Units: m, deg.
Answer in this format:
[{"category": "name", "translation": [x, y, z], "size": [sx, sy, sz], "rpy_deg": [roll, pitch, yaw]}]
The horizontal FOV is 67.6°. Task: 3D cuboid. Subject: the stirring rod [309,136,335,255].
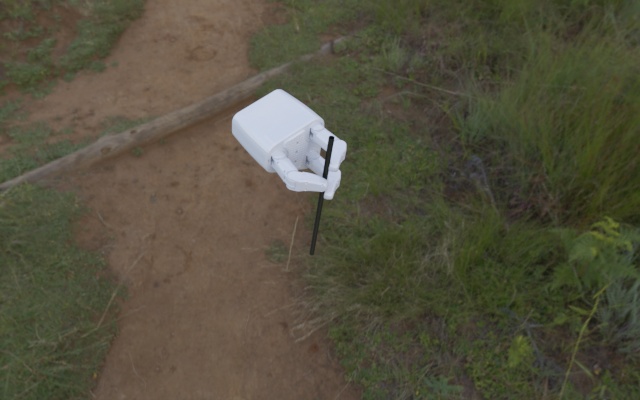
[{"category": "stirring rod", "translation": [0.000, 0.002, 0.725], "size": [0.011, 0.240, 0.011], "rpy_deg": [5, 43, -5]}]
